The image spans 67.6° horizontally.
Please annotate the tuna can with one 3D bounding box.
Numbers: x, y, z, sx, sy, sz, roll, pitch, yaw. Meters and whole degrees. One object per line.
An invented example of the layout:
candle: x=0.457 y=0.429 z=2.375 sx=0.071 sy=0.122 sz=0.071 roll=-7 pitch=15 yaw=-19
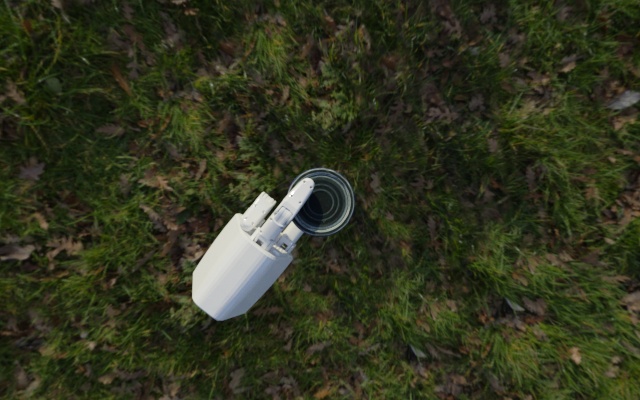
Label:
tuna can: x=0.000 y=0.002 z=0.596 sx=0.086 sy=0.086 sz=0.034 roll=0 pitch=1 yaw=0
